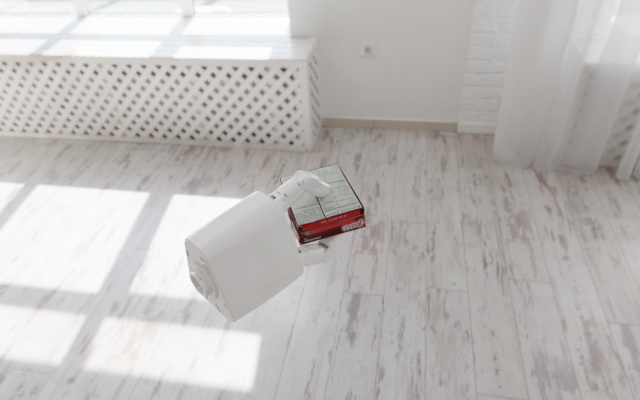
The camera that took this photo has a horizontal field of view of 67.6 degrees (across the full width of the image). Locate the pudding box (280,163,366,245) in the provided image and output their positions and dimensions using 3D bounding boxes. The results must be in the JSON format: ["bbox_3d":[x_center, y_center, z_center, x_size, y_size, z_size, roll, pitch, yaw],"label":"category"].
[{"bbox_3d":[0.000,0.002,0.638,0.090,0.039,0.113,-14,41,-9],"label":"pudding box"}]
